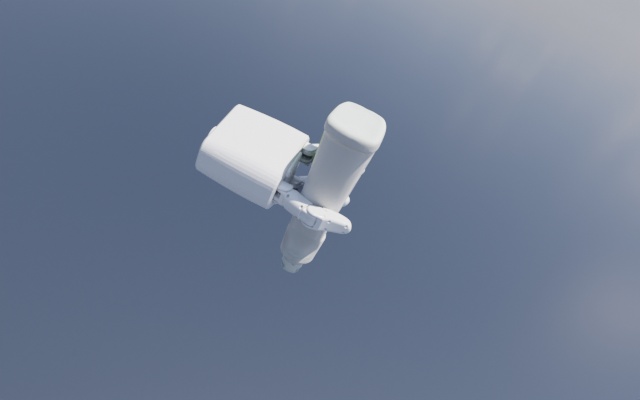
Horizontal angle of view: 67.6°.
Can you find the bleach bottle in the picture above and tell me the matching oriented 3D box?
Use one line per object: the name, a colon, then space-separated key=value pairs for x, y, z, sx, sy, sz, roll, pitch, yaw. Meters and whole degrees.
bleach bottle: x=0.000 y=0.002 z=0.621 sx=0.068 sy=0.251 sz=0.102 roll=27 pitch=31 yaw=3
